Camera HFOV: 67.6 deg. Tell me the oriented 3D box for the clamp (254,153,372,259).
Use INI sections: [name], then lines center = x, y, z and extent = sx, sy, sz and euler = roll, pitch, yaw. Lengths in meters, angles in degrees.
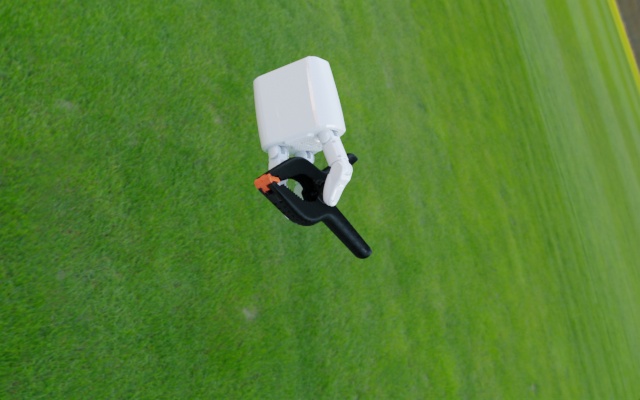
[clamp]
center = 0.000, 0.002, 0.651
extent = 0.036, 0.164, 0.210
euler = -22, -16, 37
